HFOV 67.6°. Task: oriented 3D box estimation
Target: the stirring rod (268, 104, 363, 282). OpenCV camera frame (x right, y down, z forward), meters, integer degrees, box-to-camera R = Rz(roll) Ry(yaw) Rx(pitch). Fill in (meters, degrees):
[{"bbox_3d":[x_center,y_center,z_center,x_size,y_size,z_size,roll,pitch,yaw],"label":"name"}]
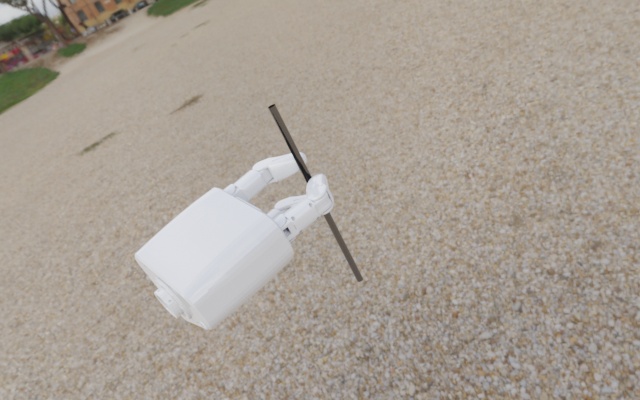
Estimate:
[{"bbox_3d":[0.000,0.002,0.528,0.011,0.240,0.011,-21,28,12],"label":"stirring rod"}]
